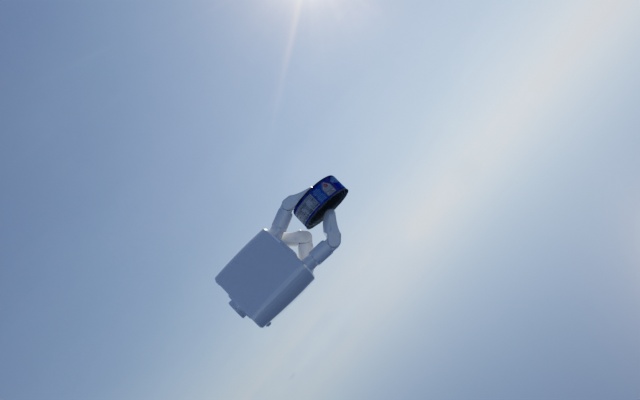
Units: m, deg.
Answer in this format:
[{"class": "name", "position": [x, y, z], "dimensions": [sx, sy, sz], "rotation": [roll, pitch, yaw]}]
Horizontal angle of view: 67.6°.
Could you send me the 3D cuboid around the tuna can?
[{"class": "tuna can", "position": [0.000, 0.002, 0.719], "dimensions": [0.086, 0.033, 0.086], "rotation": [-42, -12, -11]}]
